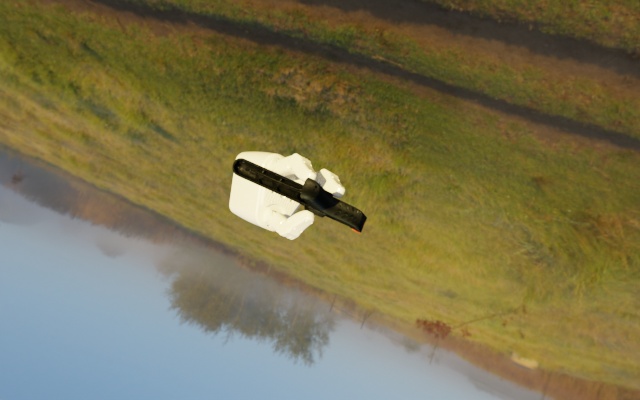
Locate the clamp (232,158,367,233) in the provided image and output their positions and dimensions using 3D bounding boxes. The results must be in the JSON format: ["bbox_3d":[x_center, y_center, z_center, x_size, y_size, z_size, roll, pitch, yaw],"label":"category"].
[{"bbox_3d":[0.000,0.003,0.645,0.210,0.036,0.164,27,-5,-36],"label":"clamp"}]
